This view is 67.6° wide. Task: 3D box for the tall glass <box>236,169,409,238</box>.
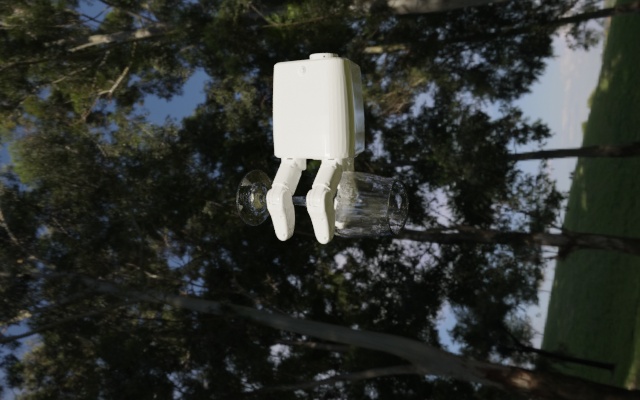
[{"bbox_3d":[0.000,0.002,0.573,0.201,0.079,0.079,4,2,30],"label":"tall glass"}]
